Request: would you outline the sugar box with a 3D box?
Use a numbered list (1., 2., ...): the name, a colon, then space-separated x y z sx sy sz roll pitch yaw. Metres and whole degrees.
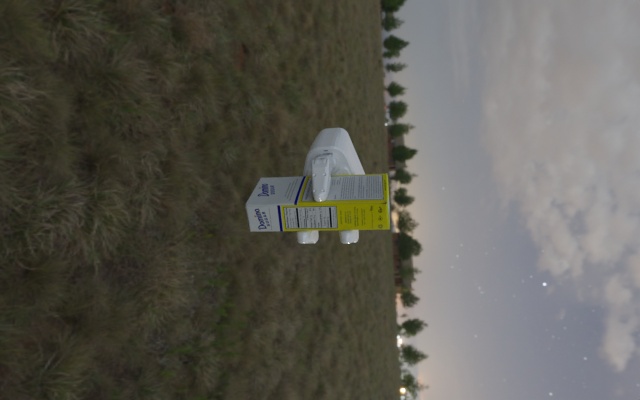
1. sugar box: 0.000 0.002 0.620 0.176 0.048 0.093 -3 24 9
